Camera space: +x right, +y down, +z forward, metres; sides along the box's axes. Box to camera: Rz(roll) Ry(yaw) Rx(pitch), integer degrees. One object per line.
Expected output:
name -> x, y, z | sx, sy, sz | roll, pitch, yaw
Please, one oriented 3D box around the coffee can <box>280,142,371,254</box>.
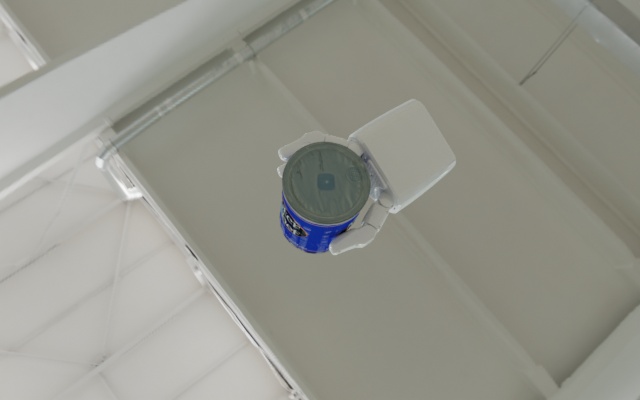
coffee can -> 0.000, 0.002, 0.610 | 0.103, 0.102, 0.140 | 0, -20, -6
